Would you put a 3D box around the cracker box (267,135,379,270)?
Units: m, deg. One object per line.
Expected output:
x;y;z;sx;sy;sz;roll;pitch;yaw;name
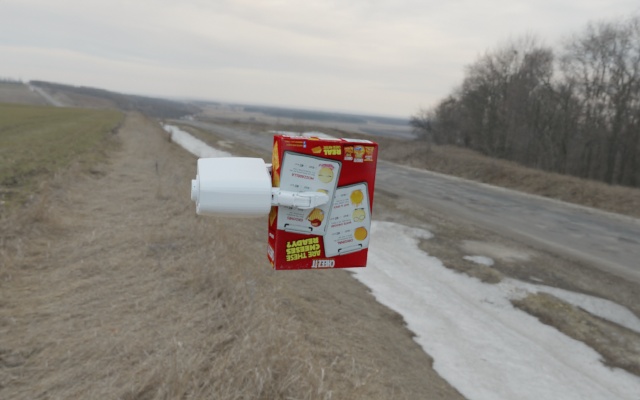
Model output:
0.000;0.002;0.797;0.164;0.214;0.072;1;12;-17;cracker box
